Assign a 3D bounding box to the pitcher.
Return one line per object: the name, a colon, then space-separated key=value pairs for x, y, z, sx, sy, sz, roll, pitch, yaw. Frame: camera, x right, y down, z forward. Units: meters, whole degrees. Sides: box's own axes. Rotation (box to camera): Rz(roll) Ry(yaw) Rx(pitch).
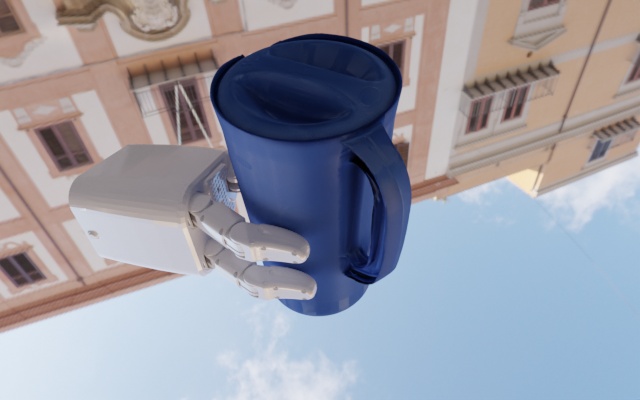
pitcher: x=0.000 y=0.001 z=0.406 sx=0.145 sy=0.149 sz=0.243 roll=5 pitch=-43 yaw=9
